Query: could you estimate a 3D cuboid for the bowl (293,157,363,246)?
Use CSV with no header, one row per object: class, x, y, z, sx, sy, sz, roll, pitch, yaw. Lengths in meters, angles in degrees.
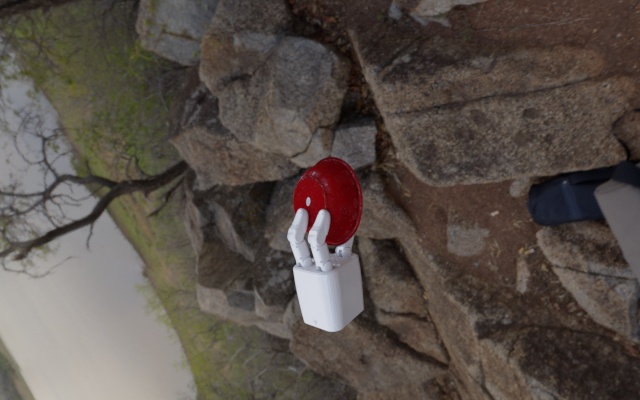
bowl,0.000,0.001,0.845,0.055,0.162,0.162,-2,1,-40
